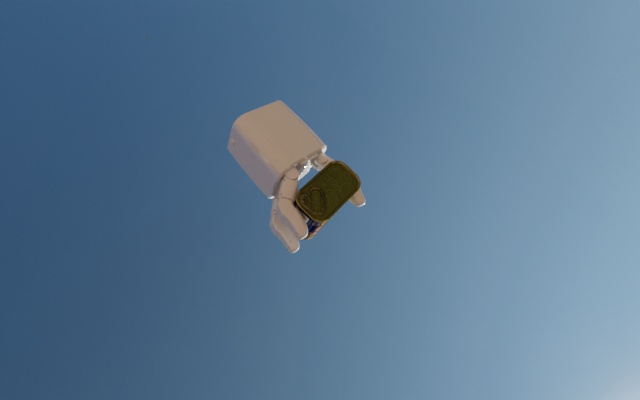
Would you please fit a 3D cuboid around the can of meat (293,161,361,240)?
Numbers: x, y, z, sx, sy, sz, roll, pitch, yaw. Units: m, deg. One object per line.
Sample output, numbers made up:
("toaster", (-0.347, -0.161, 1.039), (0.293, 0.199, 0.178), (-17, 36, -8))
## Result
("can of meat", (0.000, 0.002, 0.695), (0.102, 0.057, 0.084), (-44, -5, -30))
